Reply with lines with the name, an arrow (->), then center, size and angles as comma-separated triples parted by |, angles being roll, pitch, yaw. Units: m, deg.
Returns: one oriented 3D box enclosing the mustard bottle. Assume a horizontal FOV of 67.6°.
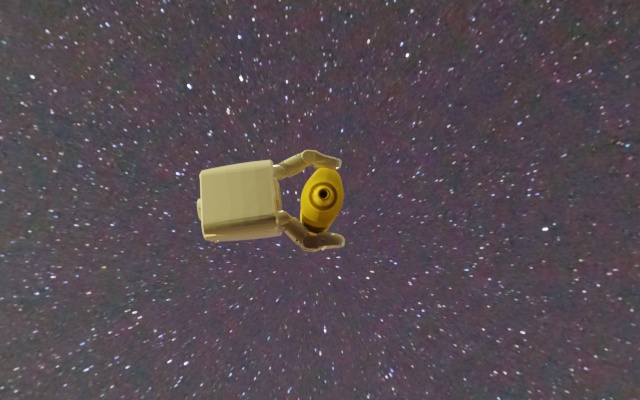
mustard bottle -> 0.000, 0.002, 0.706 | 0.058, 0.096, 0.191 | 17, -7, 0
